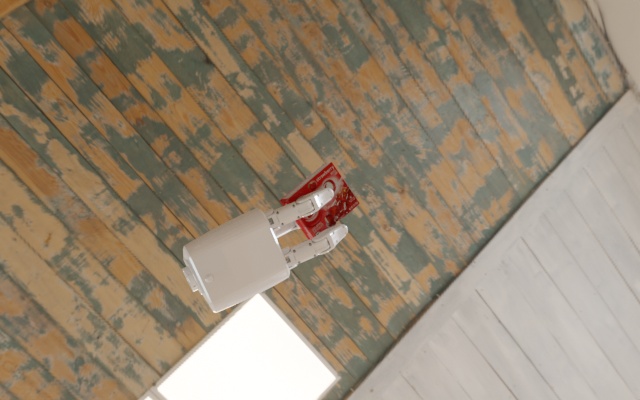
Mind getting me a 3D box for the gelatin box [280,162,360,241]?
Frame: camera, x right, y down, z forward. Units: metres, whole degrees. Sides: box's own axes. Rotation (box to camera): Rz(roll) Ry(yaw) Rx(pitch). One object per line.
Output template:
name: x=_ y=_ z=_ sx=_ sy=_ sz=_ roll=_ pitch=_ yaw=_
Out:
gelatin box: x=0.000 y=0.002 z=0.662 sx=0.089 sy=0.073 sz=0.030 roll=-41 pitch=15 yaw=-22
